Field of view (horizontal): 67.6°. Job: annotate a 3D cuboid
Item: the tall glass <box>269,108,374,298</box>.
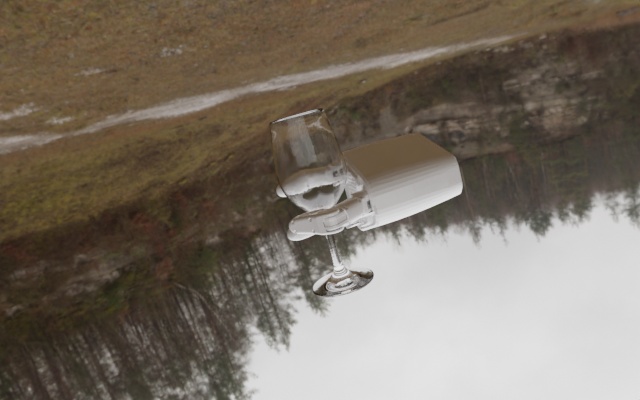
[{"bbox_3d":[0.000,0.002,0.536,0.079,0.201,0.079,-15,12,3],"label":"tall glass"}]
